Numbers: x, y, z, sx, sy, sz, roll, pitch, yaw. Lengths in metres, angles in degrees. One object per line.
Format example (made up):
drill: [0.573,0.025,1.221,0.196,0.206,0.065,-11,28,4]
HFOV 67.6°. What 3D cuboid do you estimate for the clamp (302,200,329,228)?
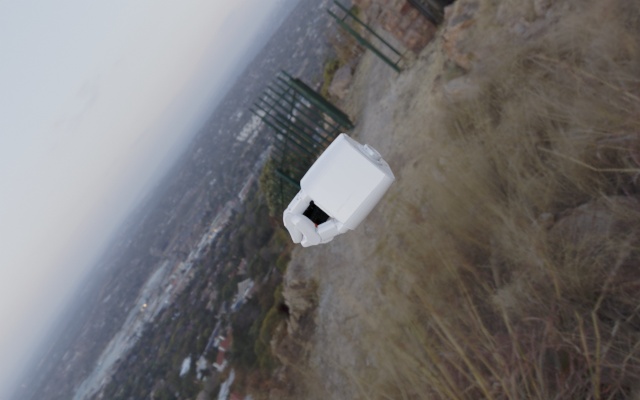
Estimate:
clamp: [0.000,0.003,0.852,0.039,0.120,0.171,34,18,-16]
